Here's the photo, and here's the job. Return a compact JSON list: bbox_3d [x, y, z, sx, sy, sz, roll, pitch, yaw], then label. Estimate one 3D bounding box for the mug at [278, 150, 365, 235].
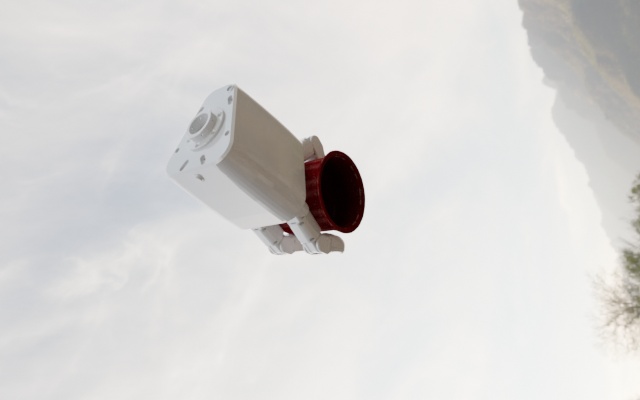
[{"bbox_3d":[0.001,0.003,0.558,0.081,0.093,0.117,-10,-36,36],"label":"mug"}]
